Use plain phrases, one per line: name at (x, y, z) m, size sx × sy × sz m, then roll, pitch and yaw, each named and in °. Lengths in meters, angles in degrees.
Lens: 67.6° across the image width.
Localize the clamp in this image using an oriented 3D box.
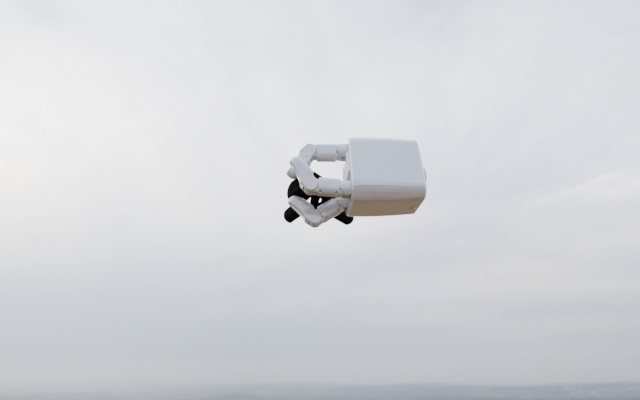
clamp at (0.000, 0.002, 0.765) m, size 0.120 × 0.039 × 0.171 m, roll 0°, pitch -20°, yaw -4°
